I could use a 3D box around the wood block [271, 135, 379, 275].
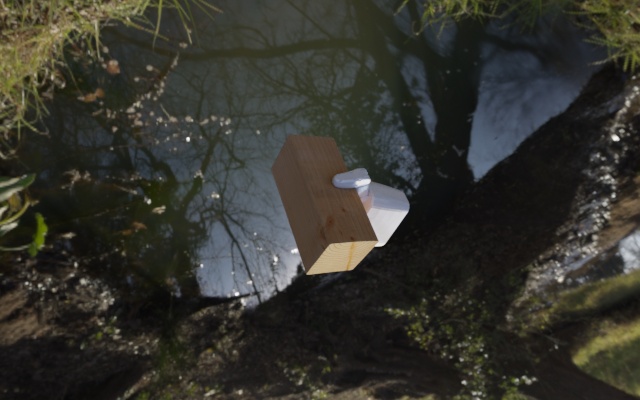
[{"bbox_3d":[0.001,0.002,0.764,0.090,0.206,0.091,-1,-36,-32],"label":"wood block"}]
